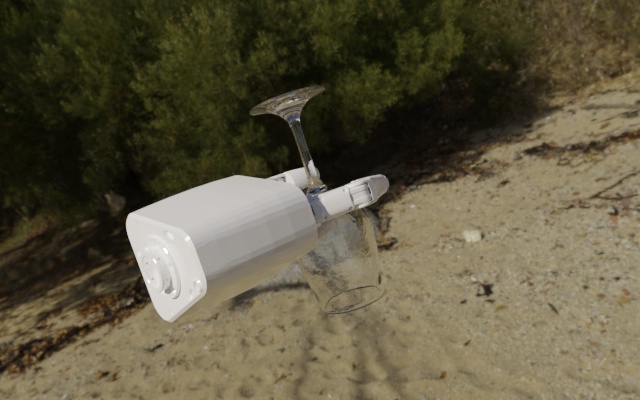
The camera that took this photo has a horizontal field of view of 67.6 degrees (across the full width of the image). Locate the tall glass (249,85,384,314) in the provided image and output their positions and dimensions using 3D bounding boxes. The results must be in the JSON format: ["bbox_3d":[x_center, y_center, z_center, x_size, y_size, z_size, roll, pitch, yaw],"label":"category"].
[{"bbox_3d":[0.000,0.001,0.448,0.079,0.201,0.079,-19,4,1],"label":"tall glass"}]
